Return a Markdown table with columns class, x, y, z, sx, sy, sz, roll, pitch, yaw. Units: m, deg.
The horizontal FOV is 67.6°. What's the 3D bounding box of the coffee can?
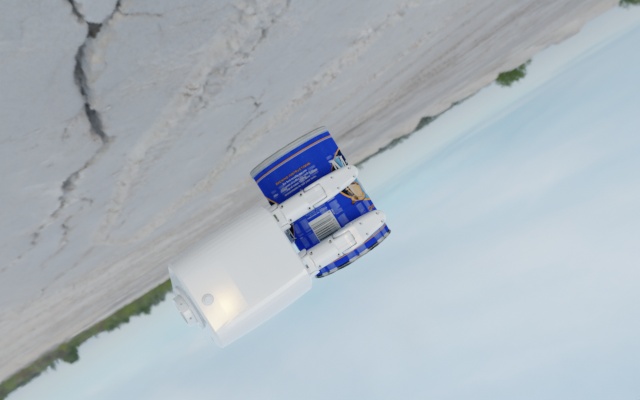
| class | x | y | z | sx | sy | sz | roll | pitch | yaw |
| --- | --- | --- | --- | --- | --- | --- | --- | --- | --- |
| coffee can | 0.000 | 0.002 | 0.544 | 0.103 | 0.140 | 0.103 | -32 | 1 | 1 |
